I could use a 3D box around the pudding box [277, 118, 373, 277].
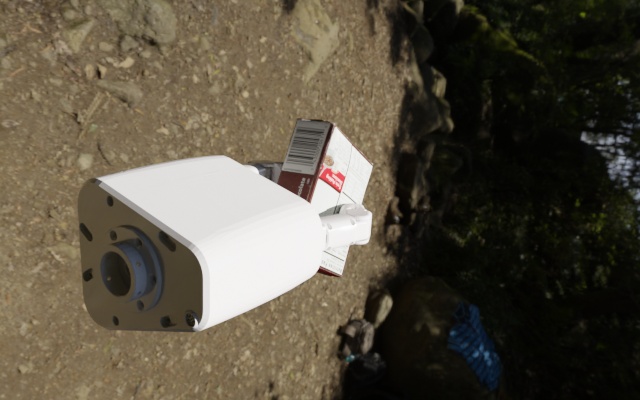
[{"bbox_3d":[0.000,0.001,0.402,0.039,0.113,0.090,12,-12,30],"label":"pudding box"}]
